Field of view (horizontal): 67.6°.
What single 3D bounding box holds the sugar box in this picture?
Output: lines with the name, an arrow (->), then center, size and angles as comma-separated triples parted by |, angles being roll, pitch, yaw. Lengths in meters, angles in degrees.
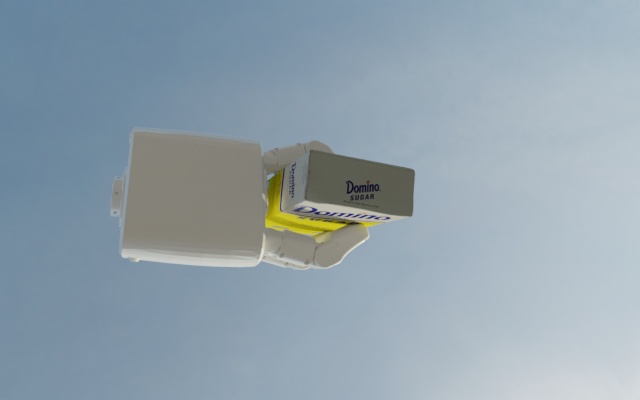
sugar box -> 0.000, 0.002, 0.439 | 0.093, 0.048, 0.176 | 9, -10, -20
